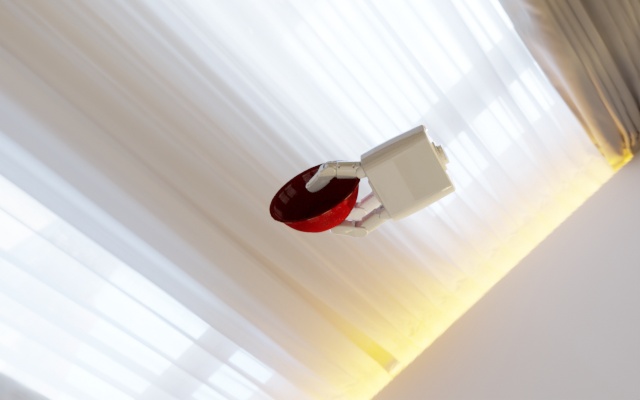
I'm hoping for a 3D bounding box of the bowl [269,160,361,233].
[{"bbox_3d":[-0.001,0.003,0.776,0.162,0.055,0.162,-20,30,12],"label":"bowl"}]
